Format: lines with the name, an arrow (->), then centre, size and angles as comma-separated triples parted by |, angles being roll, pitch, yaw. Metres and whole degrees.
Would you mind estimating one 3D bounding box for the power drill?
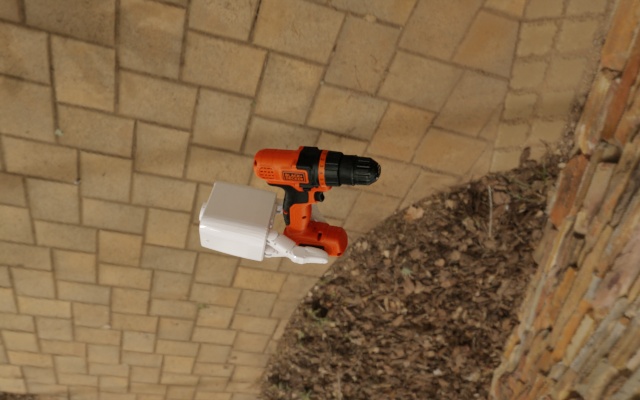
power drill -> 0.000, 0.003, 0.727 | 0.184, 0.188, 0.057 | 7, 42, 14
